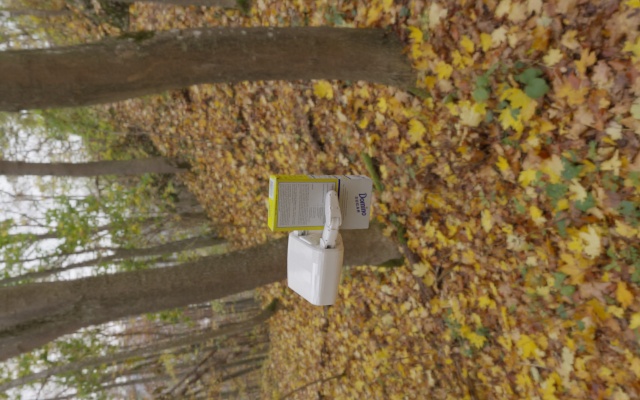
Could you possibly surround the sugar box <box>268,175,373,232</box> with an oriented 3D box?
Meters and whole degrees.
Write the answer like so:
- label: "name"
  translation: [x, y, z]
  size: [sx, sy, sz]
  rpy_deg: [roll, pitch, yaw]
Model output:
- label: "sugar box"
  translation: [0.000, 0.003, 0.831]
  size: [0.176, 0.093, 0.048]
  rpy_deg: [0, 14, -20]
